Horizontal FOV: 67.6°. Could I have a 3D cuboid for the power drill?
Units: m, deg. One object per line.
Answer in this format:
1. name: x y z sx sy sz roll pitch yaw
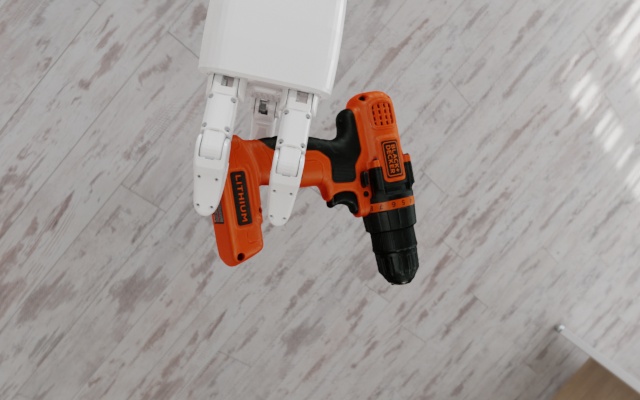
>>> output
1. power drill: 0.000 0.001 0.424 0.187 0.184 0.057 -11 0 -26
